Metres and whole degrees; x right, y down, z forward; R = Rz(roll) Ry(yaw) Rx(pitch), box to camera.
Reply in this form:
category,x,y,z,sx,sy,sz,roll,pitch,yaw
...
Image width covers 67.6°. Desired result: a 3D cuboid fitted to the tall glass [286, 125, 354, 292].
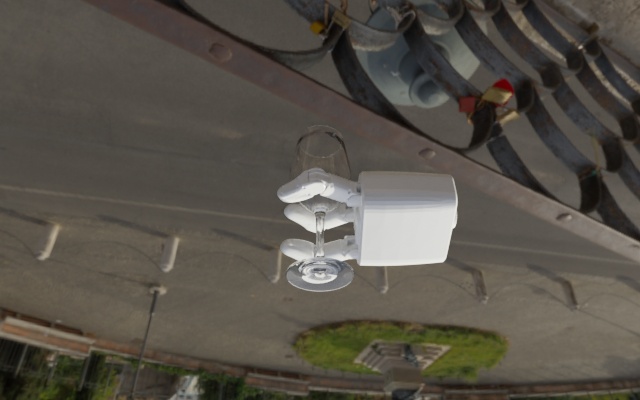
category,x,y,z,sx,sy,sz,roll,pitch,yaw
tall glass,0.000,0.002,0.573,0.079,0.200,0.079,0,-37,0
